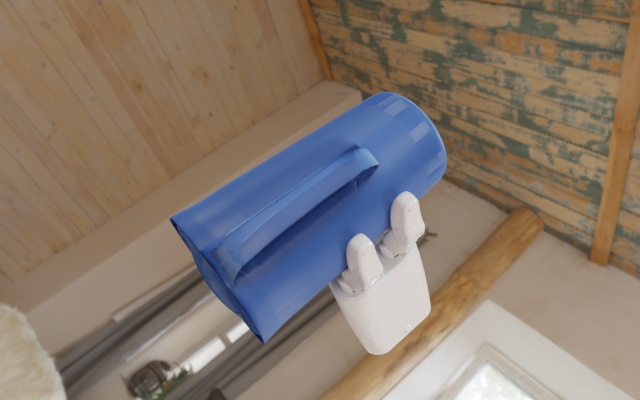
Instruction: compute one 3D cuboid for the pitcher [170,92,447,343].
[{"bbox_3d":[0.000,0.002,0.432,0.243,0.145,0.149,-37,38,-18],"label":"pitcher"}]
